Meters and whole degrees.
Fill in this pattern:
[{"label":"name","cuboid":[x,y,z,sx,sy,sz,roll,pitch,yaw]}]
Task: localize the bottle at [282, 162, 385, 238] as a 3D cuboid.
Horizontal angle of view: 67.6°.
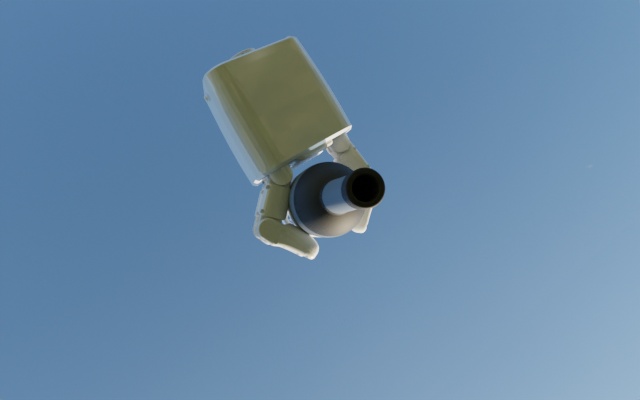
[{"label":"bottle","cuboid":[0.000,0.002,0.454,0.069,0.069,0.296,0,-4,-12]}]
